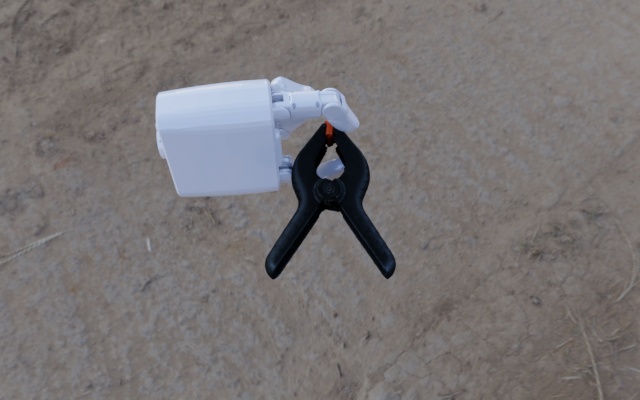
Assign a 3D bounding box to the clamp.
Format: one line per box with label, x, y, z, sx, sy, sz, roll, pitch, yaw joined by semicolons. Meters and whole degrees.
clamp;0.000;0.001;0.470;0.120;0.171;0.039;-6;-27;-6
